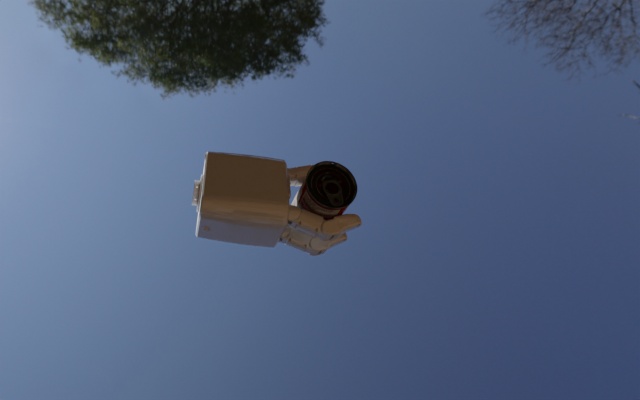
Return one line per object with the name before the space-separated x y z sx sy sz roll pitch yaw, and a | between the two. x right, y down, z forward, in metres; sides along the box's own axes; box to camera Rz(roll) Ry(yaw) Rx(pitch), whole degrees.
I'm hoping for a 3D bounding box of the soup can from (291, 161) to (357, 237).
soup can | 0.000 0.002 0.641 0.068 0.068 0.102 0 -27 -19
